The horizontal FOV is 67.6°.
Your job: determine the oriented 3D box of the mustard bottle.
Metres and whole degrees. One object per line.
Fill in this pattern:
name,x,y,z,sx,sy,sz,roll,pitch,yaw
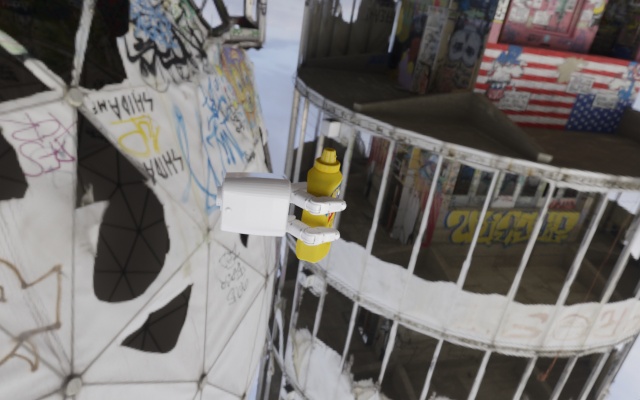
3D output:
mustard bottle,0.000,0.003,0.810,0.058,0.192,0.096,15,26,12
